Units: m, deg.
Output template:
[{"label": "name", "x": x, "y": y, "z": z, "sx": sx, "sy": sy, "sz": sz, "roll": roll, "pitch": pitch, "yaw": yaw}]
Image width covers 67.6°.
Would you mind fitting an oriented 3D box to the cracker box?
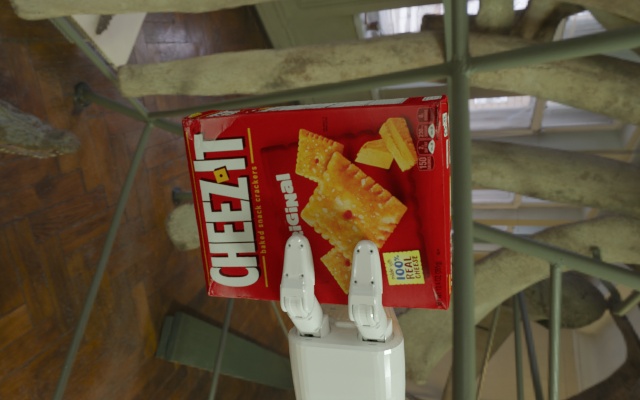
[{"label": "cracker box", "x": 0.000, "y": 0.001, "z": 0.406, "sx": 0.213, "sy": 0.164, "sz": 0.072, "roll": 0, "pitch": 14, "yaw": 16}]
